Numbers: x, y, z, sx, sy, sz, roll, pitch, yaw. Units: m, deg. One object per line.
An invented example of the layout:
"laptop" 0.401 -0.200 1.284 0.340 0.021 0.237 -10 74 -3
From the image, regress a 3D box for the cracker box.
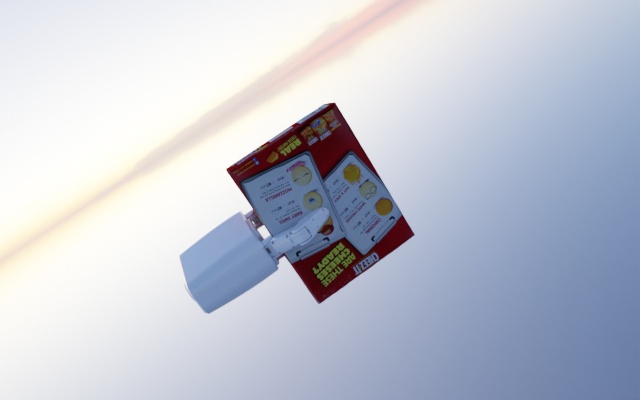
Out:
"cracker box" 0.000 0.002 0.645 0.164 0.214 0.072 -35 15 -6
